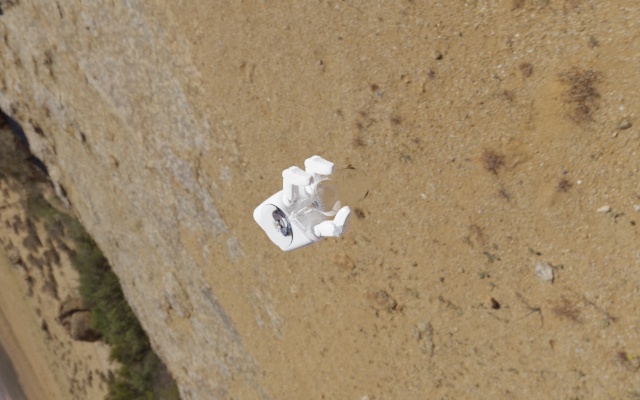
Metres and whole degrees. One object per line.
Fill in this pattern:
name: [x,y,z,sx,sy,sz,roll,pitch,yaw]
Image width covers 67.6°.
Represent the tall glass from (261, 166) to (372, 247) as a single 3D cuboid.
tall glass: [0.000,0.003,0.800,0.201,0.079,0.079,-28,18,-38]
